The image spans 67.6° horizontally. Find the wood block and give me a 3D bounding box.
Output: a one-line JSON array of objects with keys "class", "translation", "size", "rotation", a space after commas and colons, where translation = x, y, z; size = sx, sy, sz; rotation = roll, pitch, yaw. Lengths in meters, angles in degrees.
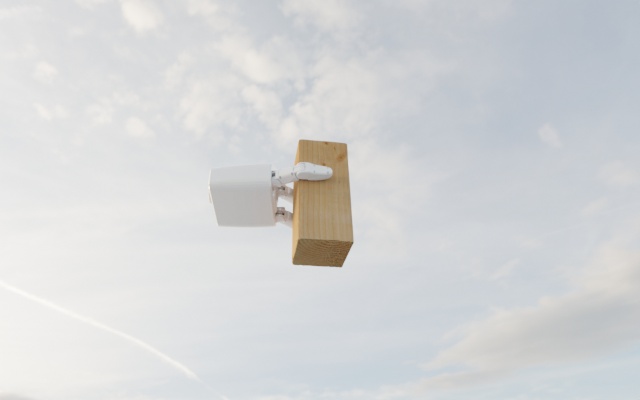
[{"class": "wood block", "translation": [0.000, 0.002, 0.830], "size": [0.090, 0.206, 0.091], "rotation": [4, -35, -9]}]
